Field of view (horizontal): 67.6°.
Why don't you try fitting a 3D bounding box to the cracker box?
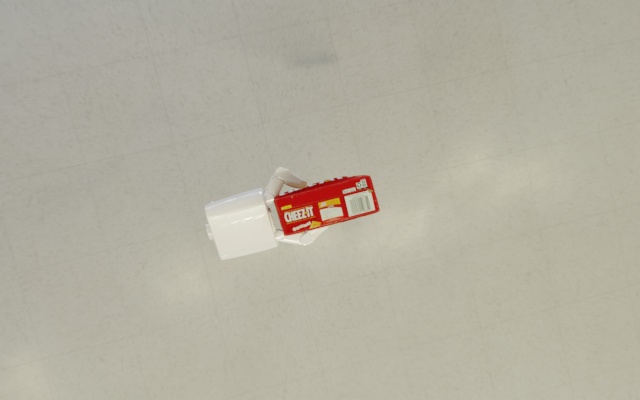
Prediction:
[{"bbox_3d":[0.000,0.003,0.870,0.164,0.072,0.213,-15,4,-5],"label":"cracker box"}]
